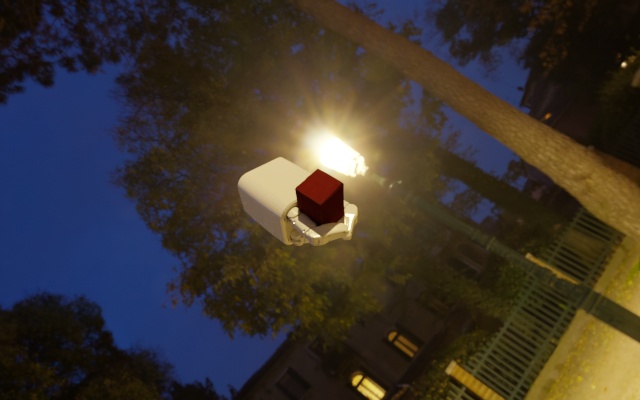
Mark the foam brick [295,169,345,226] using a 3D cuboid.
[{"bbox_3d":[0.000,0.002,0.712,0.051,0.078,0.053,34,61,27],"label":"foam brick"}]
